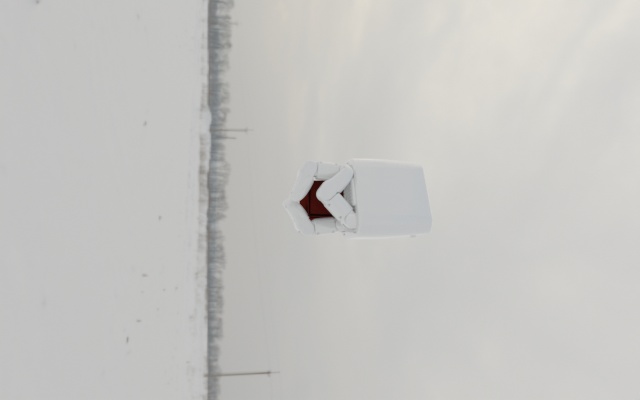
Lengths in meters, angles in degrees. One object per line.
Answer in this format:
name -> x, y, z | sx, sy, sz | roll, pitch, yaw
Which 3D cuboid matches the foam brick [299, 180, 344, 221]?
foam brick -> 0.000, 0.002, 0.704 | 0.051, 0.053, 0.078 | 0, -7, -12
